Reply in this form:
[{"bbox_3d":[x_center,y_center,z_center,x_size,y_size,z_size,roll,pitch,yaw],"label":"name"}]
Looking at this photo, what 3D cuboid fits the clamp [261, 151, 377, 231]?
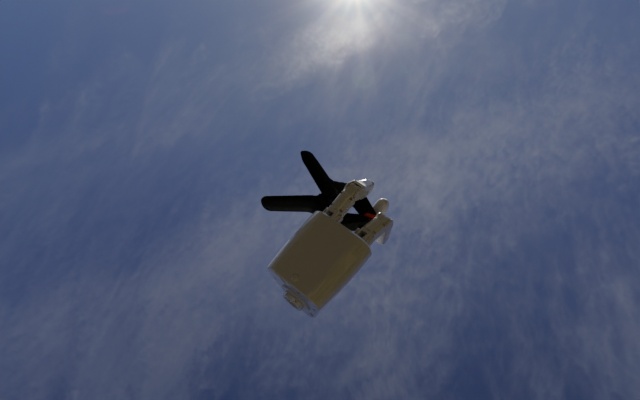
[{"bbox_3d":[0.000,0.003,0.707,0.171,0.120,0.039,34,-21,25],"label":"clamp"}]
